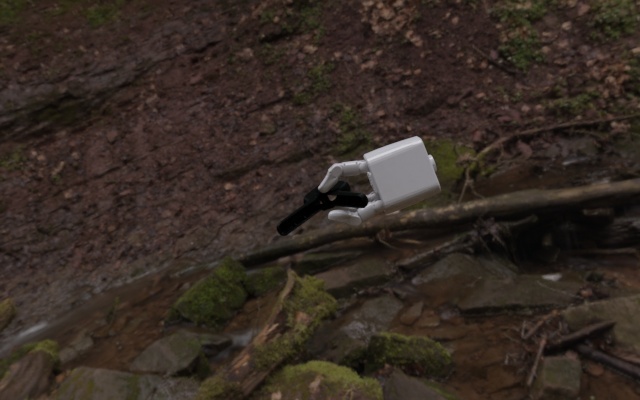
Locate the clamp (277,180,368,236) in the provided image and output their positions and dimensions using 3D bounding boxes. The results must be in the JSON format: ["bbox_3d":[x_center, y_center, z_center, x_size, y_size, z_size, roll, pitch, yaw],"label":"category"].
[{"bbox_3d":[0.000,0.002,0.890,0.164,0.036,0.210,-21,14,4],"label":"clamp"}]
